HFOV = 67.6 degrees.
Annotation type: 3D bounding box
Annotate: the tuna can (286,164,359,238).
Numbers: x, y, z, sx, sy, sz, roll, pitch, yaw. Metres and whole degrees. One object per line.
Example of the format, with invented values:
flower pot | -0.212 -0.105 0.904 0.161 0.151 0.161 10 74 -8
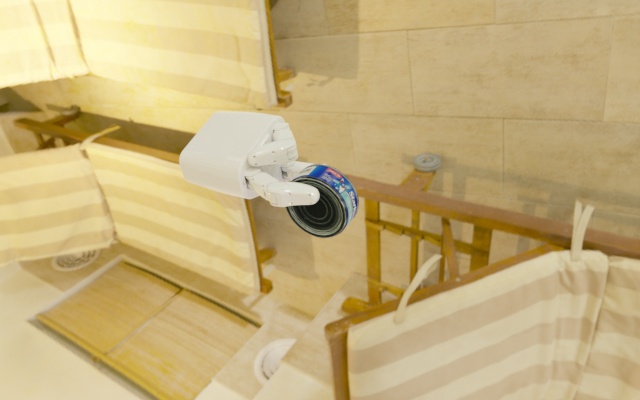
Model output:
tuna can | 0.000 0.002 0.568 0.086 0.086 0.033 0 30 32
